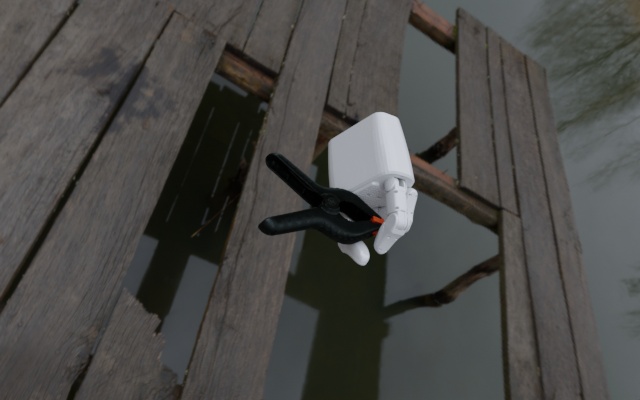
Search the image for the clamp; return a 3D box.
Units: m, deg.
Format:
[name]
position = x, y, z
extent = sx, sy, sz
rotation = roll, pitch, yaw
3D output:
[clamp]
position = 0.001, 0.002, 0.598
extent = 0.171, 0.120, 0.039
rotation = 14, -35, -29
